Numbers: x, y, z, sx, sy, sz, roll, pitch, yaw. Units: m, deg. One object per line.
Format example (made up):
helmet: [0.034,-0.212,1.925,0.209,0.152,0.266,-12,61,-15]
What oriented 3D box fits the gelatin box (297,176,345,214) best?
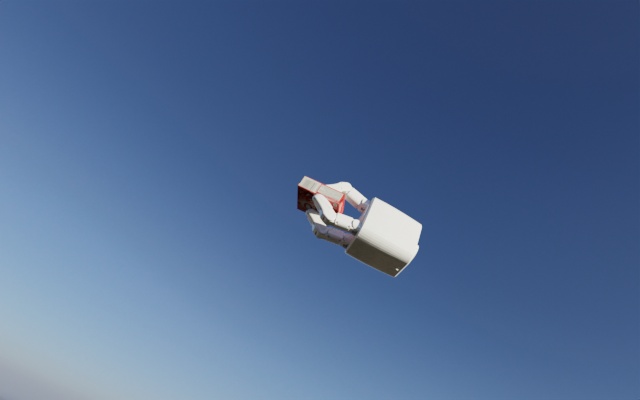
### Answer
gelatin box: [0.000,0.002,0.893,0.089,0.030,0.073,25,-35,15]
